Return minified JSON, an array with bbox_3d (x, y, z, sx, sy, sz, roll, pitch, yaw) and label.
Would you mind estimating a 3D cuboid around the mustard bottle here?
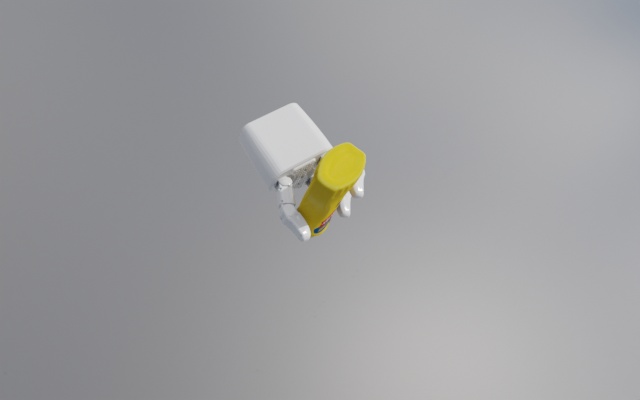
[{"bbox_3d":[0.000,0.002,0.722,0.058,0.096,0.192,35,-39,4],"label":"mustard bottle"}]
